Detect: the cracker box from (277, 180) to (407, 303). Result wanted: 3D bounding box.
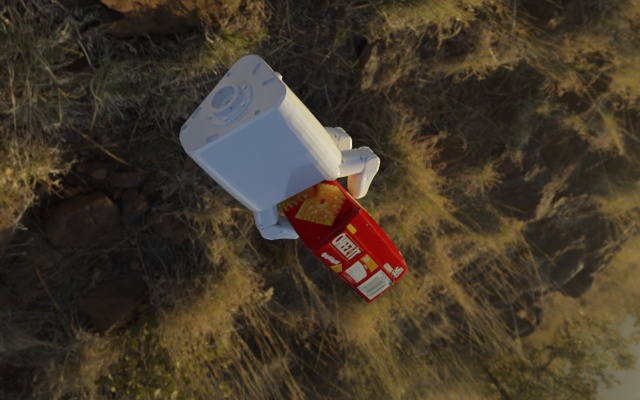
[{"bbox_3d":[0.000,0.002,0.576,0.213,0.072,0.164,53,4,40],"label":"cracker box"}]
